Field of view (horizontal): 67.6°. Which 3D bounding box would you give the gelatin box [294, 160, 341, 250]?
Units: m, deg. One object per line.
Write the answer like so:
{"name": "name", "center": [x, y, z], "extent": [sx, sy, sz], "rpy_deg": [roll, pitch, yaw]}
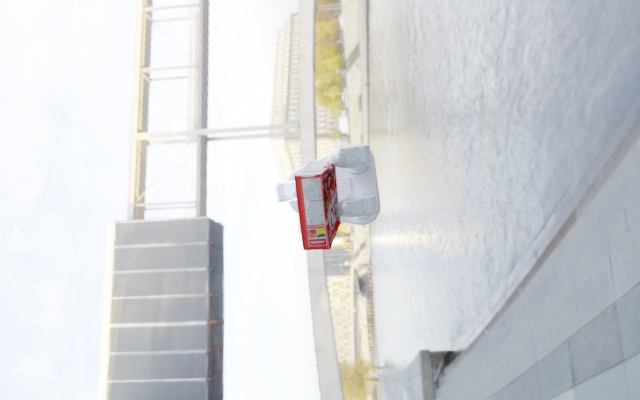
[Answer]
{"name": "gelatin box", "center": [0.000, 0.002, 0.479], "extent": [0.030, 0.073, 0.089], "rpy_deg": [-3, 13, 10]}
